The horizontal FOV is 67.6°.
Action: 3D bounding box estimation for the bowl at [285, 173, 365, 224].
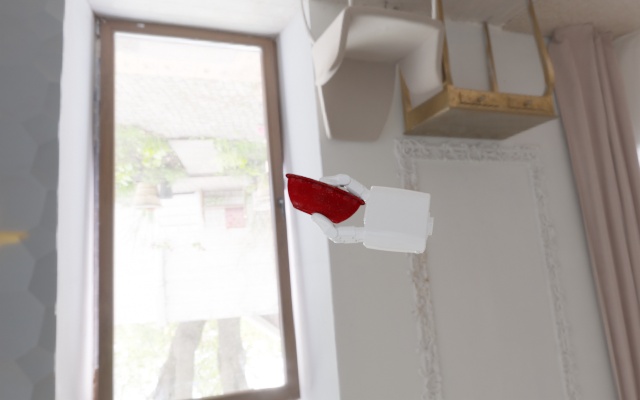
[{"bbox_3d":[-0.001,0.003,0.900,0.162,0.055,0.162,20,-5,2],"label":"bowl"}]
